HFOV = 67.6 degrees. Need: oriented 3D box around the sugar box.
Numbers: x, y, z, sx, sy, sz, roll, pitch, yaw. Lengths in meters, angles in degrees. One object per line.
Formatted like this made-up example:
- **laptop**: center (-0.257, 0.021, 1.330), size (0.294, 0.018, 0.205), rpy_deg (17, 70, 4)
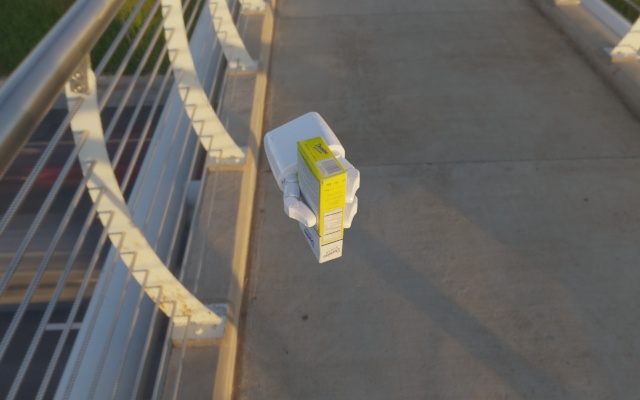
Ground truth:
- **sugar box**: center (0.001, 0.002, 0.722), size (0.048, 0.176, 0.093), rpy_deg (-18, 48, -15)
